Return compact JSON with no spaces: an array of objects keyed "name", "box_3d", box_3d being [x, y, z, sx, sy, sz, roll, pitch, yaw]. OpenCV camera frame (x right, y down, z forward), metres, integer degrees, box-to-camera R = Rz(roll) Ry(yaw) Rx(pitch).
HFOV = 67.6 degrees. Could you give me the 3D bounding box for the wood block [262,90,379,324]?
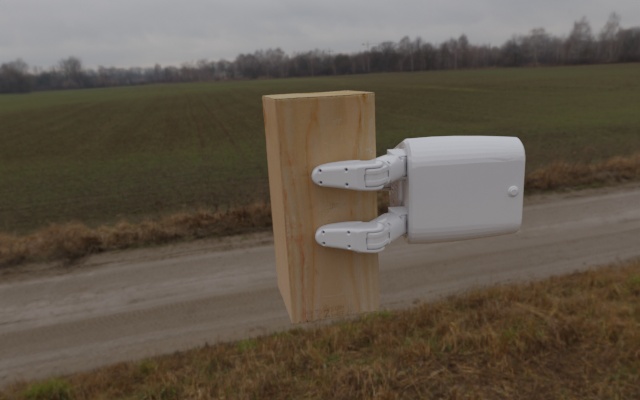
[{"name":"wood block","box_3d":[0.000,0.001,0.466,0.090,0.206,0.090,-6,15,-12]}]
